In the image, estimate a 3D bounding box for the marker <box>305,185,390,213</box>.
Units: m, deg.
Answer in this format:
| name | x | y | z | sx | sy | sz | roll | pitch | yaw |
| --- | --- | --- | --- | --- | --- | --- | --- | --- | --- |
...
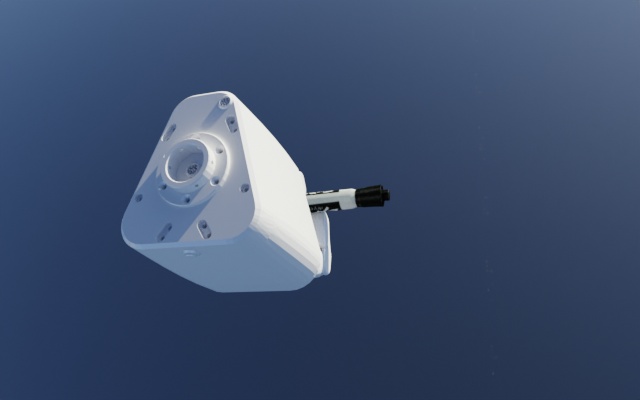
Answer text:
| name | x | y | z | sx | sy | sz | roll | pitch | yaw |
| --- | --- | --- | --- | --- | --- | --- | --- | --- | --- |
| marker | 0.000 | 0.001 | 0.417 | 0.121 | 0.020 | 0.020 | -6 | -2 | 16 |
